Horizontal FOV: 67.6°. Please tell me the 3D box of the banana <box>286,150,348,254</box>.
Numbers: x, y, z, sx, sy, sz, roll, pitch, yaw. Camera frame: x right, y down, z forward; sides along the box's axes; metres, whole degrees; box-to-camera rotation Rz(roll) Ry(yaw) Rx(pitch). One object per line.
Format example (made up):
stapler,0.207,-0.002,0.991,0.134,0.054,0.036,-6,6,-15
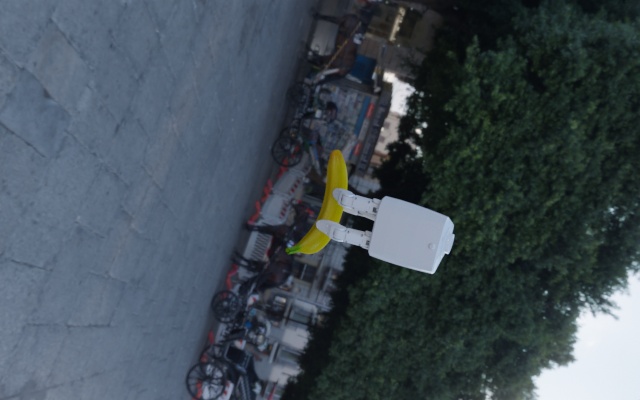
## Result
banana,0.010,0.013,0.823,0.037,0.198,0.070,16,-11,45
